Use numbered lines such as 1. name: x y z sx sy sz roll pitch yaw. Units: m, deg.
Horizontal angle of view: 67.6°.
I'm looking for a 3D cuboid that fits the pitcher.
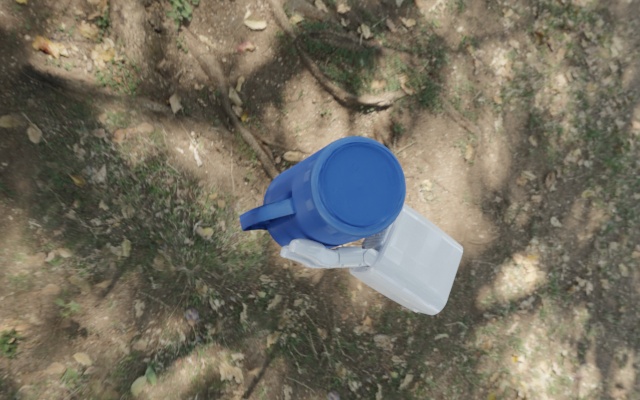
1. pitcher: 0.000 0.002 0.603 0.145 0.149 0.243 34 -15 -9
